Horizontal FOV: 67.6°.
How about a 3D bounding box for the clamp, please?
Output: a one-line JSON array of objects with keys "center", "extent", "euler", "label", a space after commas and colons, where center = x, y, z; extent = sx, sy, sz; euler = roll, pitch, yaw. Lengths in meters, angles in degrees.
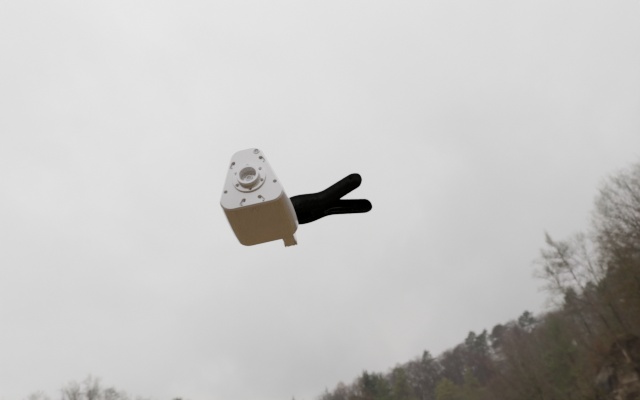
[{"center": [0.000, 0.002, 0.779], "extent": [0.171, 0.039, 0.120], "euler": [-13, -32, 0], "label": "clamp"}]
